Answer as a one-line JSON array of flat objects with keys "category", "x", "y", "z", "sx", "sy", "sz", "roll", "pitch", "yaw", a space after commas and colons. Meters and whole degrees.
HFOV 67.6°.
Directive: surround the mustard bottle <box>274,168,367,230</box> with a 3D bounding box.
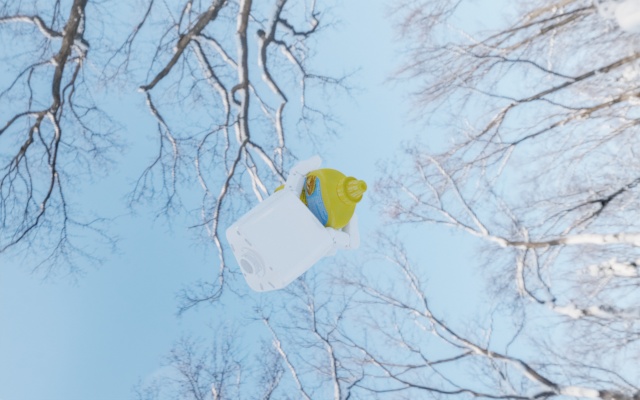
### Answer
[{"category": "mustard bottle", "x": 0.000, "y": 0.002, "z": 0.732, "sx": 0.058, "sy": 0.096, "sz": 0.192, "roll": -6, "pitch": -10, "yaw": -40}]
